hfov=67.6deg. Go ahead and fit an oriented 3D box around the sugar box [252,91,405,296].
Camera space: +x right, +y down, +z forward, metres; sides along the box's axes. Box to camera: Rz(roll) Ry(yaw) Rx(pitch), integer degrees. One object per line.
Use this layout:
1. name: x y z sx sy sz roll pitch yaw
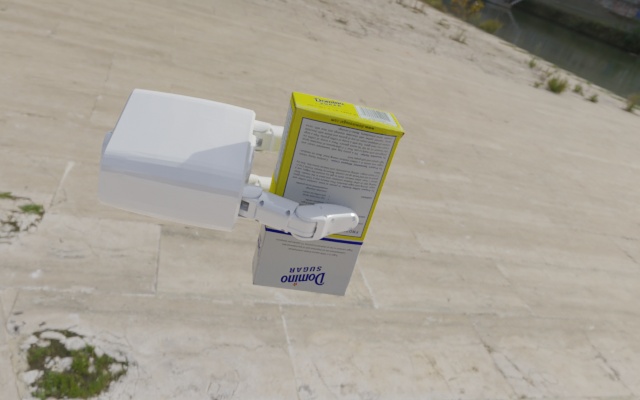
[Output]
1. sugar box: 0.000 0.001 0.425 0.093 0.176 0.048 10 30 -13
